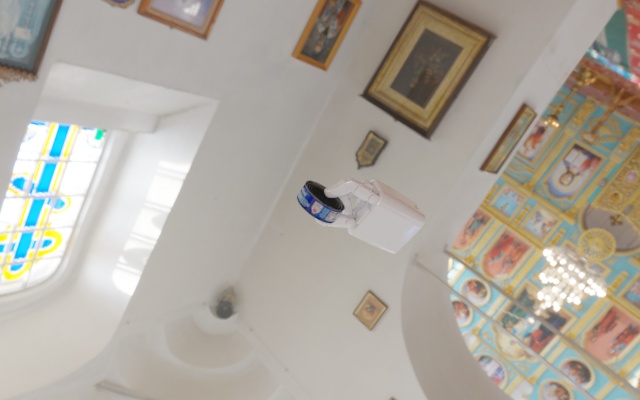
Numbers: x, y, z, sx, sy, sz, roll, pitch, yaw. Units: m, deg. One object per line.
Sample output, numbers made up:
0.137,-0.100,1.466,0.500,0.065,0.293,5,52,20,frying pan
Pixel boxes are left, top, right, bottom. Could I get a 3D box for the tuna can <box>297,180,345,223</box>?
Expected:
0.000,0.003,0.868,0.086,0.034,0.086,32,19,-12,tuna can
